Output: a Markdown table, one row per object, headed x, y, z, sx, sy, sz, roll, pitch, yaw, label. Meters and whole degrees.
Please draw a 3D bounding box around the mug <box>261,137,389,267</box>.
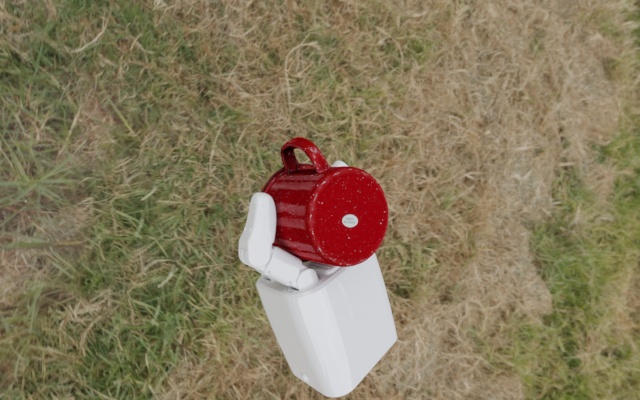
| x | y | z | sx | sy | sz | roll | pitch | yaw | label |
| --- | --- | --- | --- | --- | --- | --- | --- | --- | --- |
| 0.000 | 0.000 | 0.408 | 0.093 | 0.117 | 0.081 | -26 | 15 | -29 | mug |
